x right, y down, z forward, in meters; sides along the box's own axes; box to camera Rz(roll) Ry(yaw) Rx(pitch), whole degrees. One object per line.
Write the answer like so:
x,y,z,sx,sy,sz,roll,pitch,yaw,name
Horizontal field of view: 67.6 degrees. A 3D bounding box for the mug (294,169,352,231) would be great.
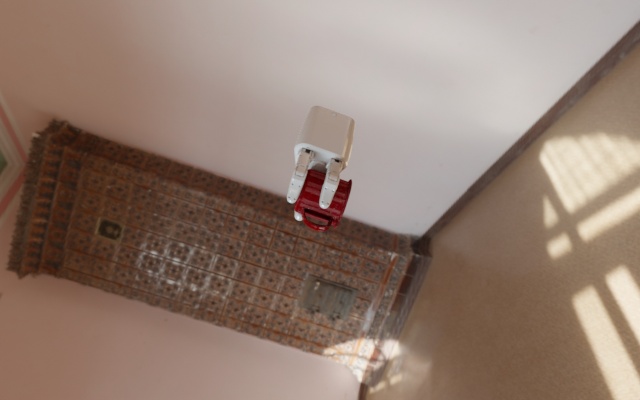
0.000,0.004,0.844,0.081,0.117,0.093,19,-36,-5,mug
